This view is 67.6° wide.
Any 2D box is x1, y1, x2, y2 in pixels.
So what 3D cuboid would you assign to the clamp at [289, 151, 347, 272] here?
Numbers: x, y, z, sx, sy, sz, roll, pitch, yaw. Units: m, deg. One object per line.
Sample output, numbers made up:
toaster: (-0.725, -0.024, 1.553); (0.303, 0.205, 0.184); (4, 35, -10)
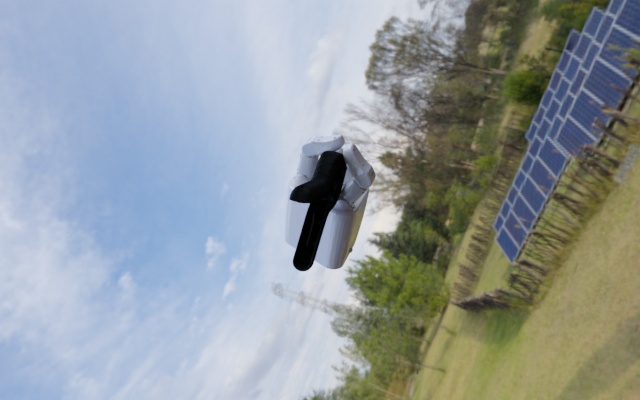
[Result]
clamp: (0.000, 0.002, 0.588); (0.039, 0.120, 0.171); (19, 35, 12)
